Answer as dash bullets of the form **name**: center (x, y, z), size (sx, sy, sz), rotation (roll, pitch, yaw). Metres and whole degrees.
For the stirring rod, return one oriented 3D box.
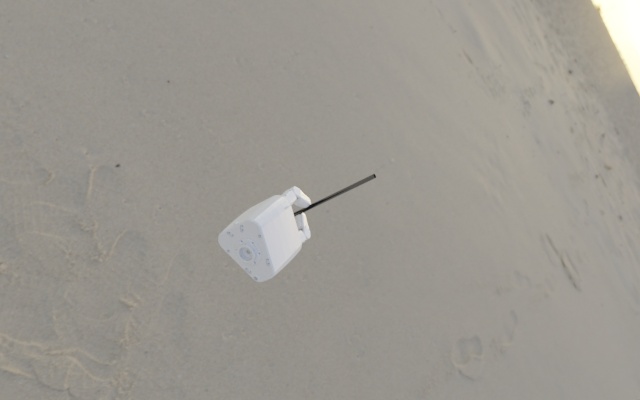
- **stirring rod**: center (0.000, 0.003, 0.891), size (0.239, 0.011, 0.011), rotation (-26, -13, 29)
